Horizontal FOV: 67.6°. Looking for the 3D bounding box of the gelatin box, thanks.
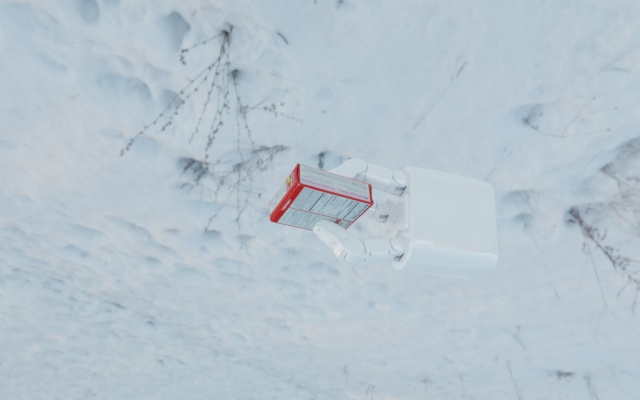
[{"bbox_3d":[0.000,0.002,0.506,0.089,0.030,0.073,13,-38,-24],"label":"gelatin box"}]
